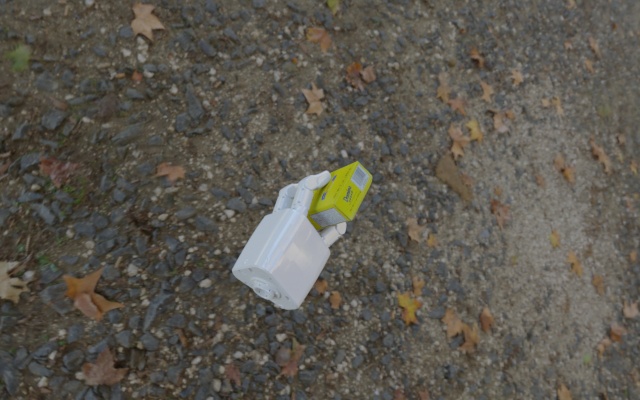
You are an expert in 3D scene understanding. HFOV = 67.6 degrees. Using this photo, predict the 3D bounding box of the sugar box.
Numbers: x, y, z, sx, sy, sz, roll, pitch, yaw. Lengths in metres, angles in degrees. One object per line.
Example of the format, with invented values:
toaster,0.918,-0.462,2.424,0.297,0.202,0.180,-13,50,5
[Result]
sugar box,0.000,0.002,0.783,0.048,0.093,0.176,44,-35,-22
